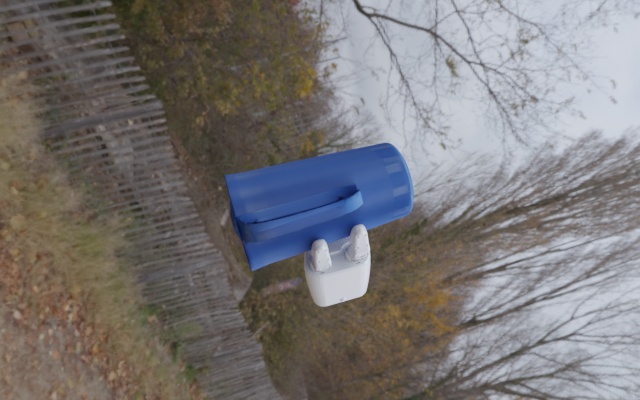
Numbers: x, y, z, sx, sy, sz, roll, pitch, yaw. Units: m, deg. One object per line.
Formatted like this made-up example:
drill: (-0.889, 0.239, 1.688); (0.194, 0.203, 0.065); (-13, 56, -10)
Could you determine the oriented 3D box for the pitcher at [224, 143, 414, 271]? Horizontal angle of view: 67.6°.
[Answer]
pitcher: (0.000, 0.002, 0.647); (0.243, 0.149, 0.145); (-16, -37, -8)
